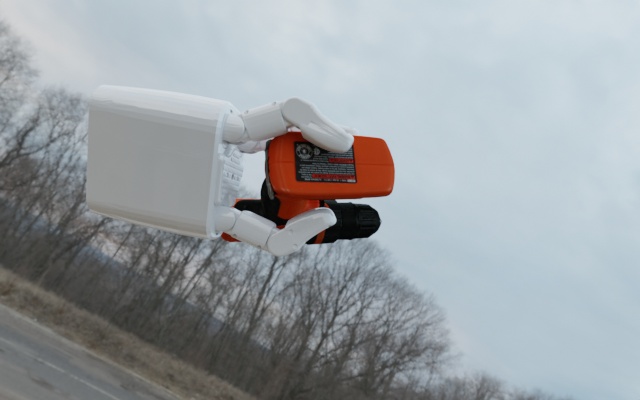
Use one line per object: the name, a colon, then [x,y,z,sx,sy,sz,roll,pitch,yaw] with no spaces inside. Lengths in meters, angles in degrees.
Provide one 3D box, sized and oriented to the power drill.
power drill: [0.000,0.001,0.465,0.184,0.057,0.188,-1,-20,-18]
